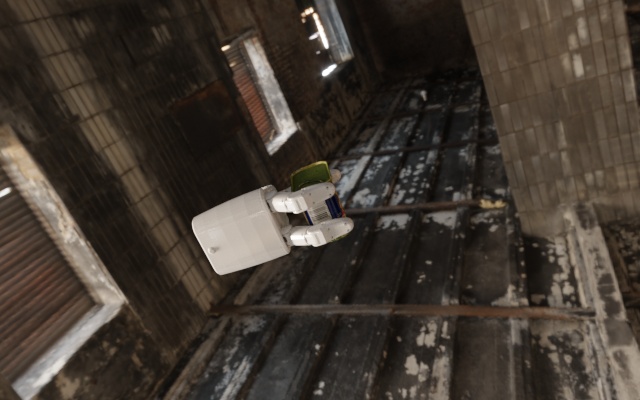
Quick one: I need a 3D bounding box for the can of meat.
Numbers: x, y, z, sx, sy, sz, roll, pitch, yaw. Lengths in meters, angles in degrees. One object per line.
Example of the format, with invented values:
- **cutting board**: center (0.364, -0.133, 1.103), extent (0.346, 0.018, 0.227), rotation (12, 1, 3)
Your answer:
- **can of meat**: center (0.000, 0.002, 0.669), extent (0.057, 0.084, 0.102), rotation (-21, 21, 3)
